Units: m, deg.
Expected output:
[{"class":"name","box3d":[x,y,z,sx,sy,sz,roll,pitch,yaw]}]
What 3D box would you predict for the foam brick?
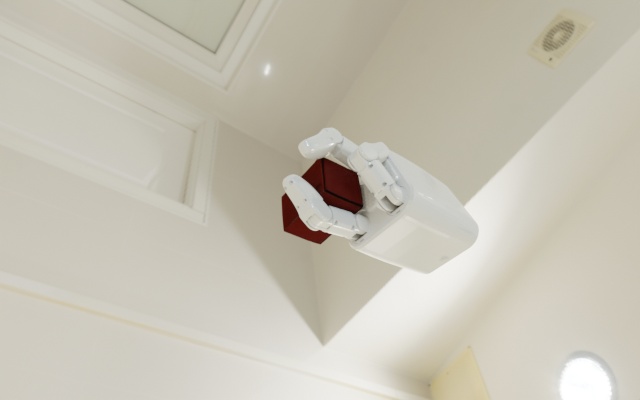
[{"class":"foam brick","box3d":[0.000,0.002,0.517,0.051,0.053,0.078,23,-48,-29]}]
